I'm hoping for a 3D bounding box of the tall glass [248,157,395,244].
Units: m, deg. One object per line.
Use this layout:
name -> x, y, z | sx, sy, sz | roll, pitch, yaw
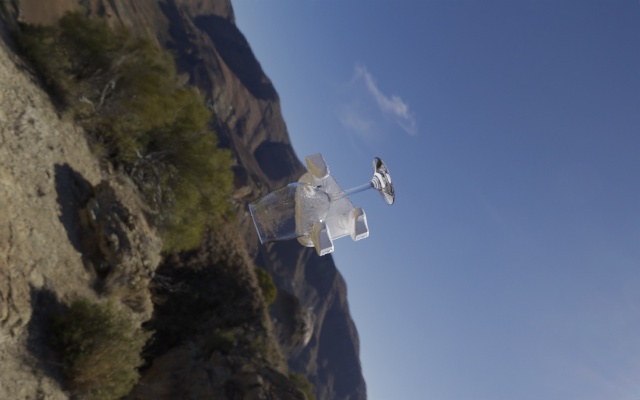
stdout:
tall glass -> 0.001, 0.002, 0.688 | 0.201, 0.079, 0.079 | -18, 3, -10
